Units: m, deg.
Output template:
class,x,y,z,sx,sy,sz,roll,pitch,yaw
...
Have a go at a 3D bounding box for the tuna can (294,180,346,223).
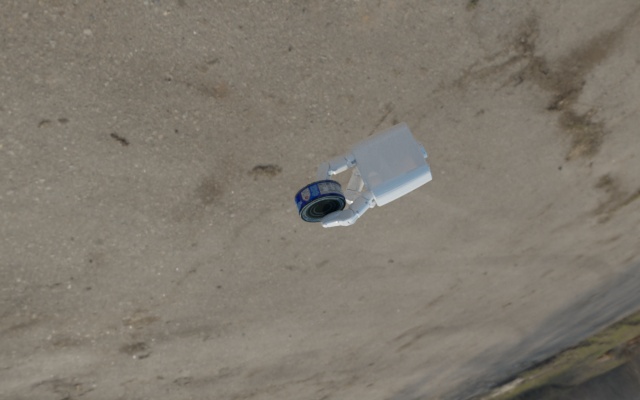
class,x,y,z,sx,sy,sz,roll,pitch,yaw
tuna can,0.000,0.003,0.822,0.086,0.033,0.086,-14,-30,-8
